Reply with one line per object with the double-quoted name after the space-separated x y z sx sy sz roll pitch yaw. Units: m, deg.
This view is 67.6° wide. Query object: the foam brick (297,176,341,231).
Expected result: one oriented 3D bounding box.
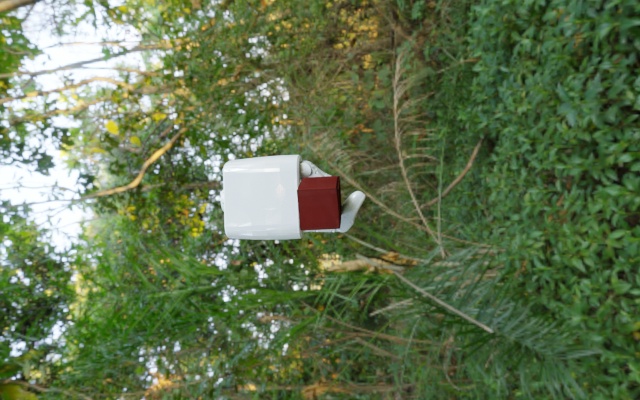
0.000 0.002 0.613 0.051 0.053 0.078 -2 14 4 "foam brick"
